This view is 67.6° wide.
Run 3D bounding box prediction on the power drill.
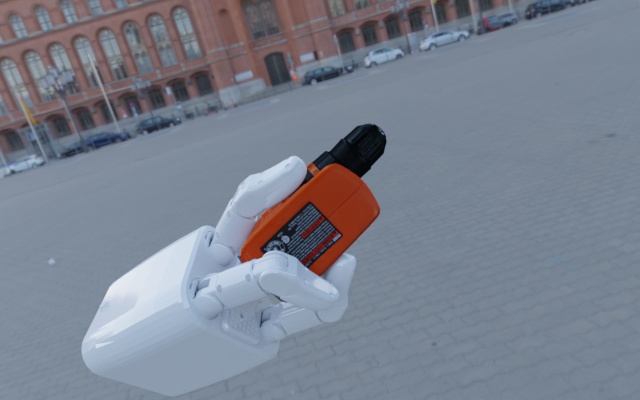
[{"bbox_3d":[0.000,0.002,0.424,0.057,0.184,0.187,44,4,-6],"label":"power drill"}]
